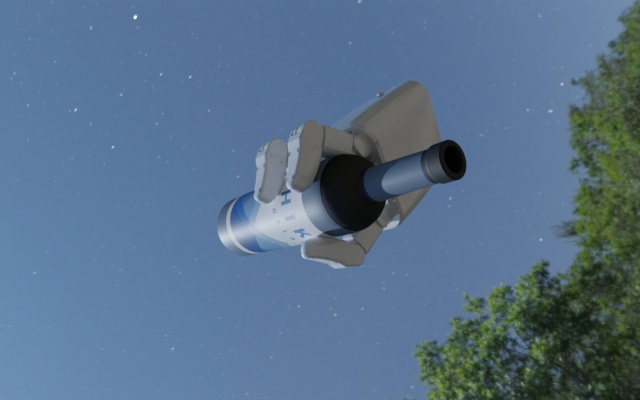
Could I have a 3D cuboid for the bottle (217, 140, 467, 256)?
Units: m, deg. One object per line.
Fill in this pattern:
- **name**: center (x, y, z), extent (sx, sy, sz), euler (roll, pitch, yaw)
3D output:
- **bottle**: center (0.000, 0.002, 0.426), extent (0.069, 0.069, 0.296), euler (0, -11, -37)
